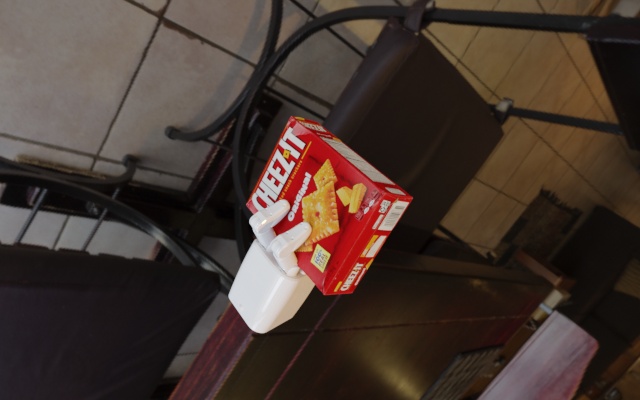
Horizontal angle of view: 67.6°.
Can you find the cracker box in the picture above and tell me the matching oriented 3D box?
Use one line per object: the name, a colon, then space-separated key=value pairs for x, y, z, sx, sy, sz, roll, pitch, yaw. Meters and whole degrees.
cracker box: x=0.000 y=0.002 z=0.680 sx=0.072 sy=0.164 sz=0.213 roll=8 pitch=28 yaw=-48
